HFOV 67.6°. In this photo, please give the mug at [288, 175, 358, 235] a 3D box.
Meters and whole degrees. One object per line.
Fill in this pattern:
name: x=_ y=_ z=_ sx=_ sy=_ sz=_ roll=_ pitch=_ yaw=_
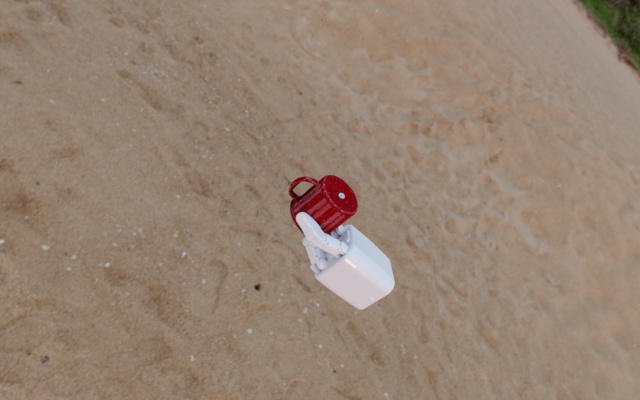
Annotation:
mug: x=-0.001 y=0.002 z=0.805 sx=0.081 sy=0.117 sz=0.093 roll=-40 pitch=18 yaw=33
